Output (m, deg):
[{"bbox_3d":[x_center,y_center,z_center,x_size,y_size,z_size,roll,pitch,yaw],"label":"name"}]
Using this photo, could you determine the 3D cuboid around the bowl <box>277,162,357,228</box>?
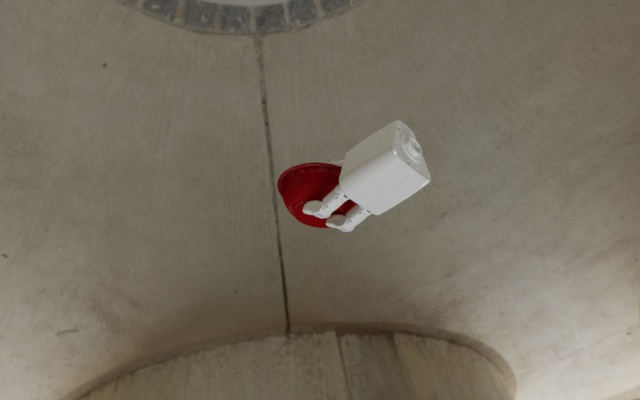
[{"bbox_3d":[-0.001,0.004,0.839,0.162,0.055,0.162,5,-32,3],"label":"bowl"}]
